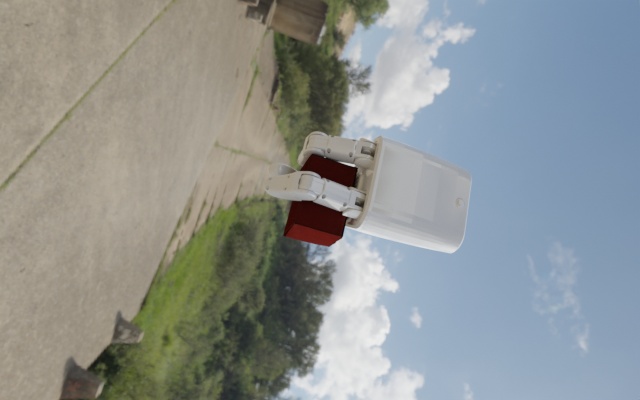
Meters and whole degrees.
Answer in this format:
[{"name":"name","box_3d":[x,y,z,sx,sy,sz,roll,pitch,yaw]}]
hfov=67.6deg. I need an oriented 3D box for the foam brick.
[{"name":"foam brick","box_3d":[0.000,0.002,0.486,0.051,0.078,0.053,18,-20,-11]}]
